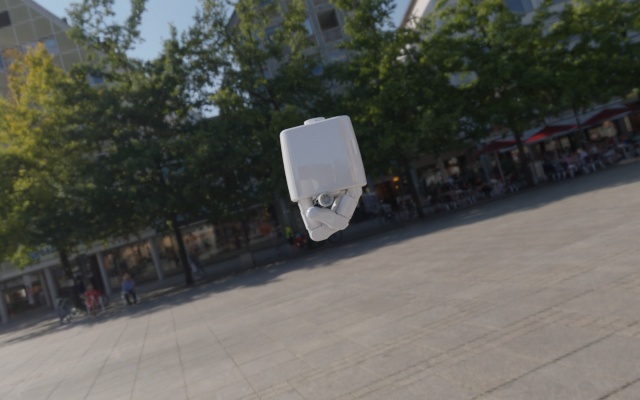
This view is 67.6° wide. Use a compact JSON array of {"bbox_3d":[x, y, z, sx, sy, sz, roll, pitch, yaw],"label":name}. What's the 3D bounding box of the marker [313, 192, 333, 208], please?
[{"bbox_3d":[0.000,0.002,0.696,0.020,0.020,0.121,0,-4,-8],"label":"marker"}]
